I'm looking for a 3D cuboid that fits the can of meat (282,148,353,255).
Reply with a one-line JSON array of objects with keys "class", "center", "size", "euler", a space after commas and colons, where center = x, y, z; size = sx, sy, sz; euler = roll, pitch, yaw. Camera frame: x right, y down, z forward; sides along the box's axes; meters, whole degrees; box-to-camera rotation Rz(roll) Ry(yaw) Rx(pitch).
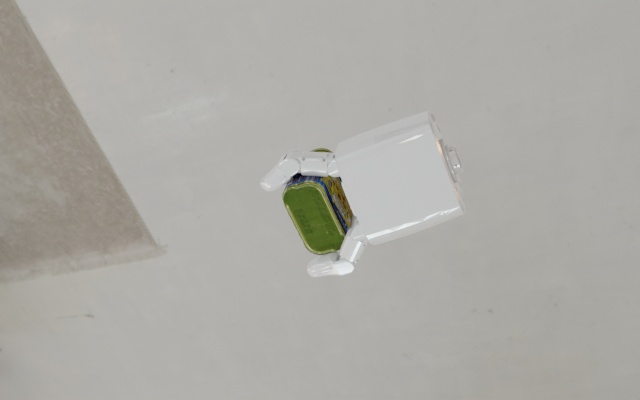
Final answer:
[{"class": "can of meat", "center": [0.000, 0.002, 0.571], "size": [0.057, 0.102, 0.084], "euler": [-17, 26, 20]}]
